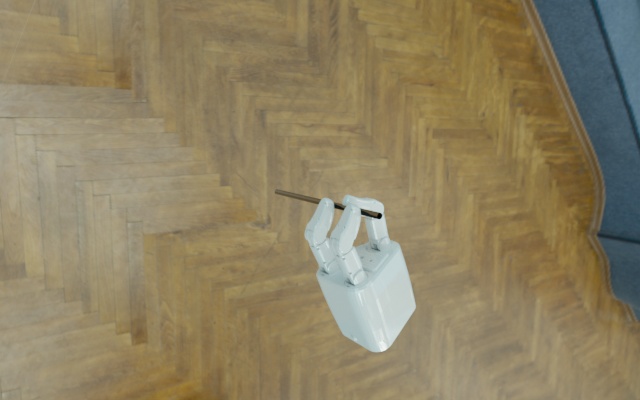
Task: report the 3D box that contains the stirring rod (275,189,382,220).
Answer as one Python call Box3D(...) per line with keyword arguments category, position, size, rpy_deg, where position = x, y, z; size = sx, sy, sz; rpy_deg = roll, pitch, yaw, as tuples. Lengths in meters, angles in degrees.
Box3D(category="stirring rod", position=(0.000, 0.002, 0.648), size=(0.011, 0.011, 0.239), rpy_deg=(0, 8, -35))
